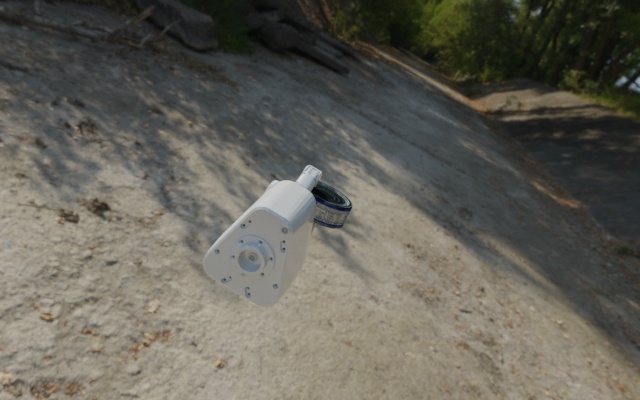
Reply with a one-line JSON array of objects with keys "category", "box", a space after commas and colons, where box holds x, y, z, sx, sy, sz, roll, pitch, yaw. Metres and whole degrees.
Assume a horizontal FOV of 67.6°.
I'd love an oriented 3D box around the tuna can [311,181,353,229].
[{"category": "tuna can", "box": [0.000, 0.002, 0.659, 0.086, 0.034, 0.086, 25, 16, -8]}]
